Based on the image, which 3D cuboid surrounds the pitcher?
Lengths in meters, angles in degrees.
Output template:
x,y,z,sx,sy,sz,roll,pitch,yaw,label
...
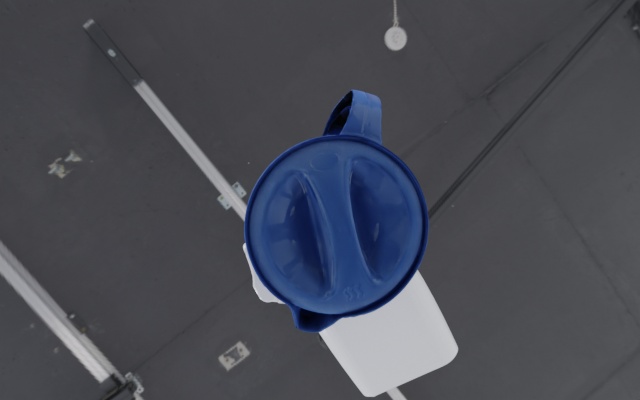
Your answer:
x,y,z,sx,sy,sz,roll,pitch,yaw,label
0.000,0.002,0.450,0.149,0.145,0.243,-33,8,-5,pitcher
